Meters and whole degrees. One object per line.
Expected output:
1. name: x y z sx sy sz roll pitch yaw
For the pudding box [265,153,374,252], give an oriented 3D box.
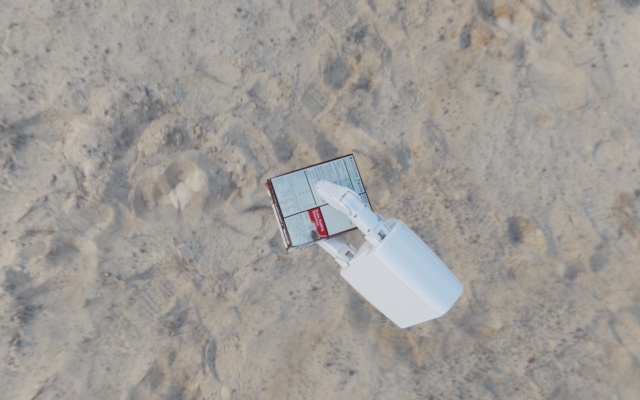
1. pudding box: 0.000 0.002 0.575 0.113 0.090 0.039 -17 -7 -15
